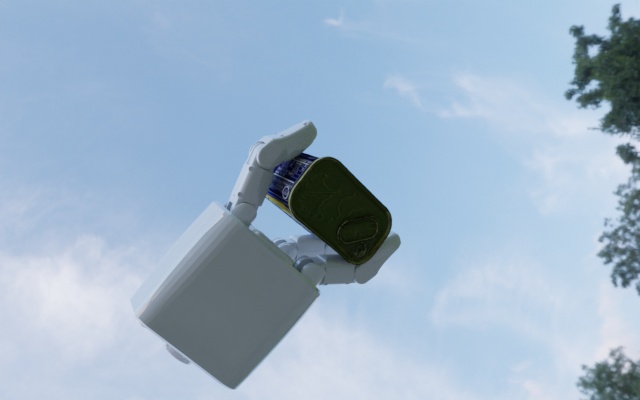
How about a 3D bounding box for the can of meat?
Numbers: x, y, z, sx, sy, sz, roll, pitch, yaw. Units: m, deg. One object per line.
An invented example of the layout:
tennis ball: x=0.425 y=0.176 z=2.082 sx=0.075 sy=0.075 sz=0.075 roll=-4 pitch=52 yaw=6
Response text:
can of meat: x=0.000 y=0.001 z=0.422 sx=0.102 sy=0.057 sz=0.084 roll=41 pitch=-8 yaw=-31
